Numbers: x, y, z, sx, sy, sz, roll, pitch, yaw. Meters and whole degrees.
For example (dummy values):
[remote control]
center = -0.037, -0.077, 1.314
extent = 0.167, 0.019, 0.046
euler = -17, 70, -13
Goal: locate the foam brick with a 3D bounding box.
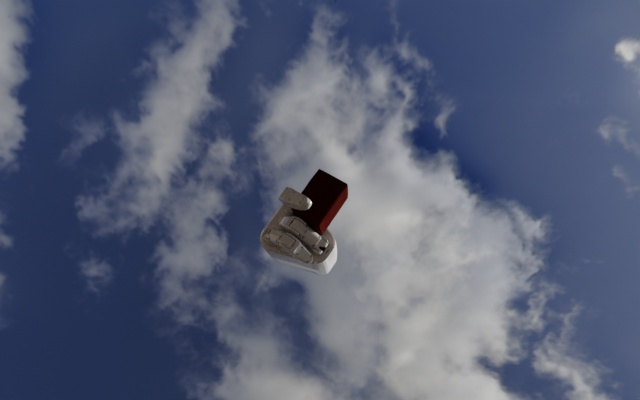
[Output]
[foam brick]
center = 0.000, 0.002, 0.726
extent = 0.053, 0.078, 0.051
euler = 32, -15, 16
